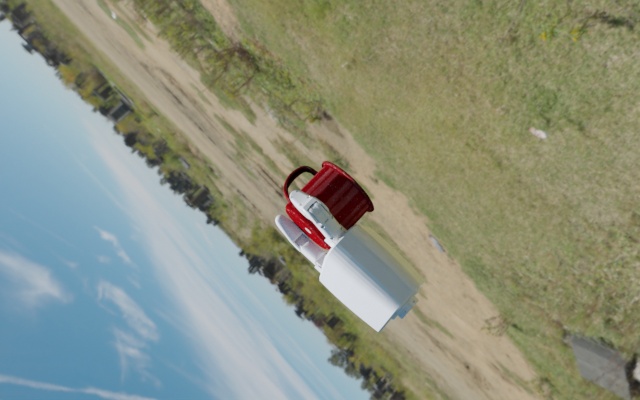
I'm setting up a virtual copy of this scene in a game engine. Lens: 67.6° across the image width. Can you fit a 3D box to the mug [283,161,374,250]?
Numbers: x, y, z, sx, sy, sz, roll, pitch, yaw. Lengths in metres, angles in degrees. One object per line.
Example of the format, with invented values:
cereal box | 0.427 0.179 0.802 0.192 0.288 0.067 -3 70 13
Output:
mug | -0.001 0.001 0.626 0.117 0.081 0.093 41 -11 17
